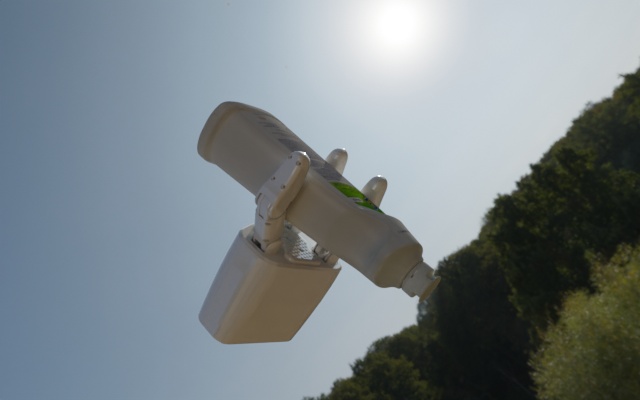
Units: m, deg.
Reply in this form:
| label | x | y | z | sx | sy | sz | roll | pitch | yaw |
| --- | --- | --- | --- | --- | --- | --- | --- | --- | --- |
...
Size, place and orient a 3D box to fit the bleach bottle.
| label | x | y | z | sx | sy | sz | roll | pitch | yaw |
| --- | --- | --- | --- | --- | --- | --- | --- | --- | --- |
| bleach bottle | 0.000 | 0.001 | 0.442 | 0.250 | 0.068 | 0.102 | 40 | 19 | 26 |
